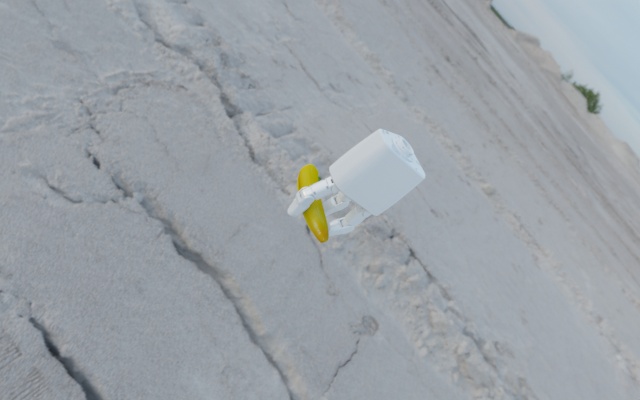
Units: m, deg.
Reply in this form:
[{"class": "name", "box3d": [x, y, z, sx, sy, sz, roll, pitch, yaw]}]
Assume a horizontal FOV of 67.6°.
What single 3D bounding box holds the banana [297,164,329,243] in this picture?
[{"class": "banana", "box3d": [-0.012, -0.010, 0.832, 0.037, 0.070, 0.197, -36, 30, 21]}]
